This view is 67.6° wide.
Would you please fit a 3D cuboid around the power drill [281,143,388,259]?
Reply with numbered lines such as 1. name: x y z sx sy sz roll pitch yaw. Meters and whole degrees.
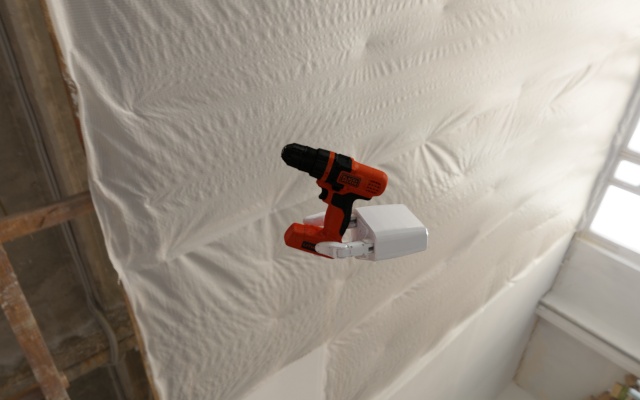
1. power drill: 0.000 0.003 0.821 0.184 0.188 0.057 19 30 -8
